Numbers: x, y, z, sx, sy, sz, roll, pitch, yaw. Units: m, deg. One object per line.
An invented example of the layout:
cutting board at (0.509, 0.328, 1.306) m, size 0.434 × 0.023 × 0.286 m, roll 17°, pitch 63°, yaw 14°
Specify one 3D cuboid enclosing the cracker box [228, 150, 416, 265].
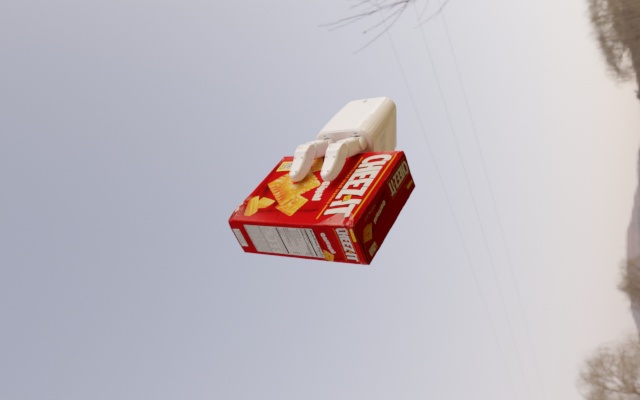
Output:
cracker box at (0.000, 0.002, 0.668) m, size 0.213 × 0.072 × 0.164 m, roll 0°, pitch 39°, yaw 36°
